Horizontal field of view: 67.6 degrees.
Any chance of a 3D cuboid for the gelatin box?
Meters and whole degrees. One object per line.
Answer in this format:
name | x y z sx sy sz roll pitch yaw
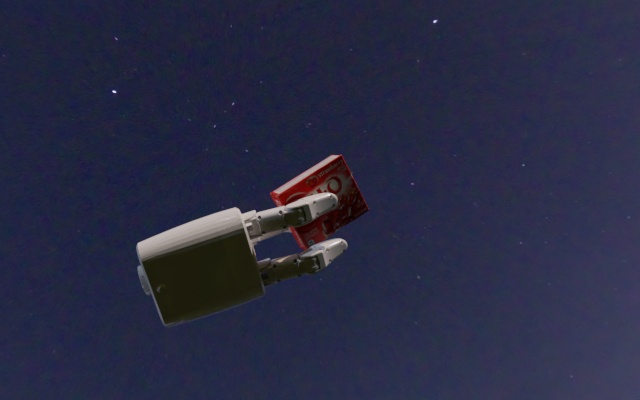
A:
gelatin box | 0.000 0.002 0.532 0.089 0.073 0.030 -33 16 -16
